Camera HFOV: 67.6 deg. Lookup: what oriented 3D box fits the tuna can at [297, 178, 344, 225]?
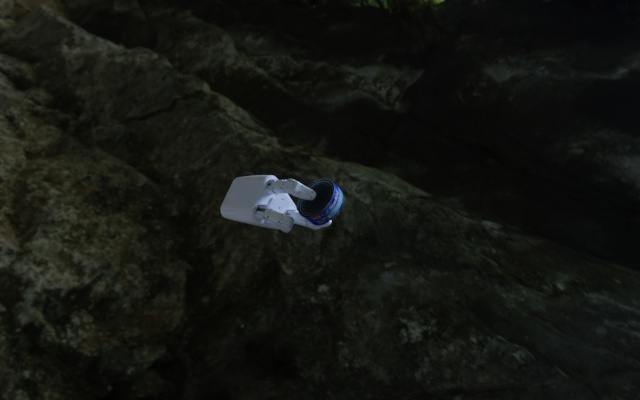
[{"bbox_3d":[0.001,0.003,0.887,0.086,0.086,0.034,0,-32,45],"label":"tuna can"}]
